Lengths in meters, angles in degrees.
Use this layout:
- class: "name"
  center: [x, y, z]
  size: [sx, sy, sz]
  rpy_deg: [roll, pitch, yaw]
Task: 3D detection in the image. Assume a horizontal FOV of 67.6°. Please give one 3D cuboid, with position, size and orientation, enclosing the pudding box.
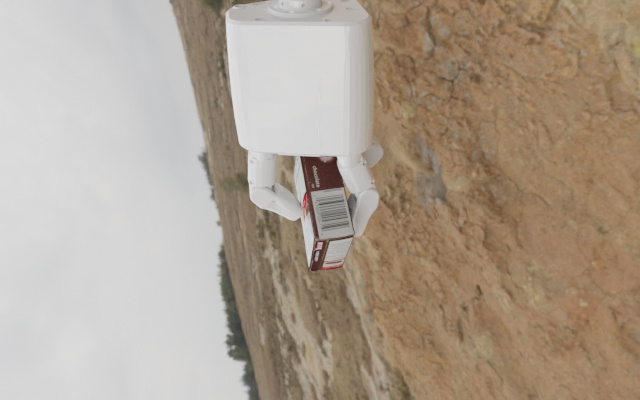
- class: "pudding box"
  center: [0.000, 0.002, 0.465]
  size: [0.039, 0.113, 0.090]
  rpy_deg: [-6, -25, -7]
